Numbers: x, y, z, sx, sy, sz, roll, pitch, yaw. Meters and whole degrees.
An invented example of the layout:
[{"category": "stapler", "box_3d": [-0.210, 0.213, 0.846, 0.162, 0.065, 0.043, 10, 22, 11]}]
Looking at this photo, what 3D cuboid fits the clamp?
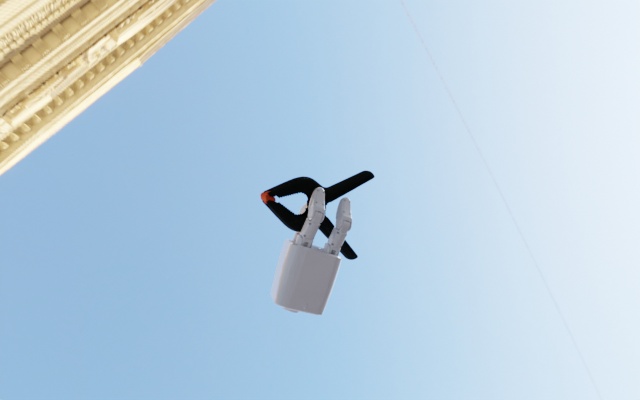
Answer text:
[{"category": "clamp", "box_3d": [-0.001, 0.003, 0.830, 0.210, 0.164, 0.036, 19, -4, -28]}]
